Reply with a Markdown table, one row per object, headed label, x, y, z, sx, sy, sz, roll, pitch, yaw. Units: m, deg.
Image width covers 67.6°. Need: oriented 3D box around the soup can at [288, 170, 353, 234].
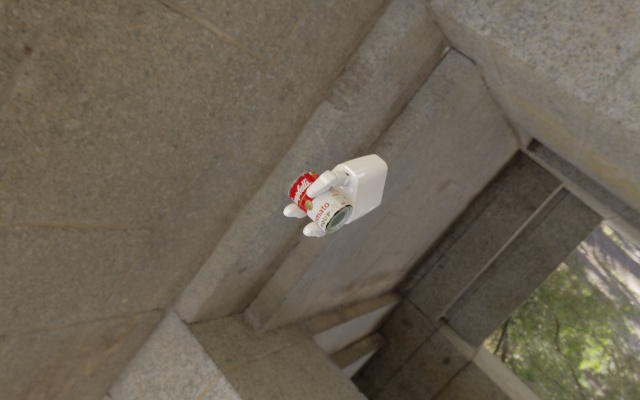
| label | x | y | z | sx | sy | sz | roll | pitch | yaw |
| --- | --- | --- | --- | --- | --- | --- | --- | --- | --- |
| soup can | 0.000 | 0.003 | 0.859 | 0.102 | 0.068 | 0.068 | 43 | 20 | 22 |
